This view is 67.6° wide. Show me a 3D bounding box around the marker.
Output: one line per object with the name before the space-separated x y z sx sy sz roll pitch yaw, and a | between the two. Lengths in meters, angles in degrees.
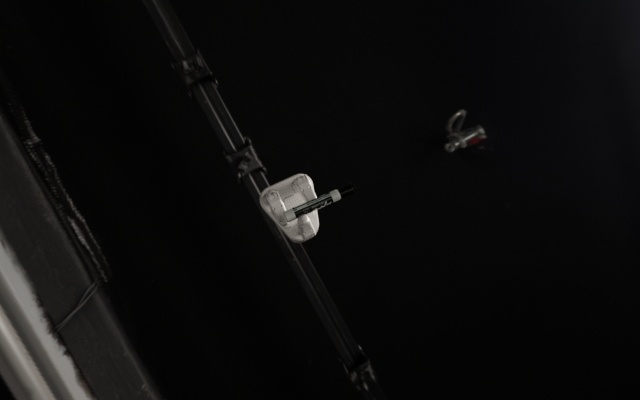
marker | 0.000 0.002 0.752 0.121 0.020 0.020 -24 3 -6
